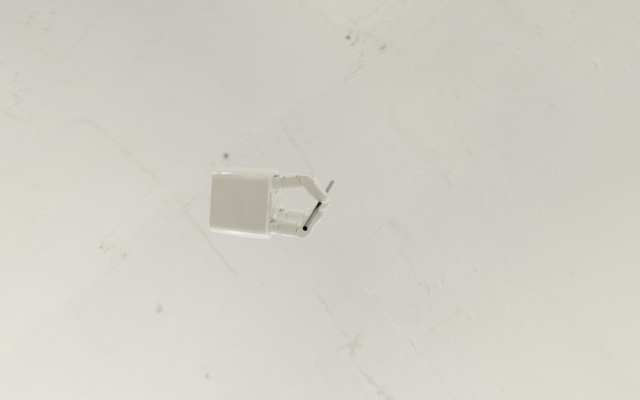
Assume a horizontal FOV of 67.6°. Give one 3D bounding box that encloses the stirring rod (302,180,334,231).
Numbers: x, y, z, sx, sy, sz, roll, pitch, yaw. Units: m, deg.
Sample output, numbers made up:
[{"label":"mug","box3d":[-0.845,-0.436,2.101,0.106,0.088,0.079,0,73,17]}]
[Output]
[{"label":"stirring rod","box3d":[0.000,0.003,0.801,0.011,0.011,0.239,0,18,11]}]
